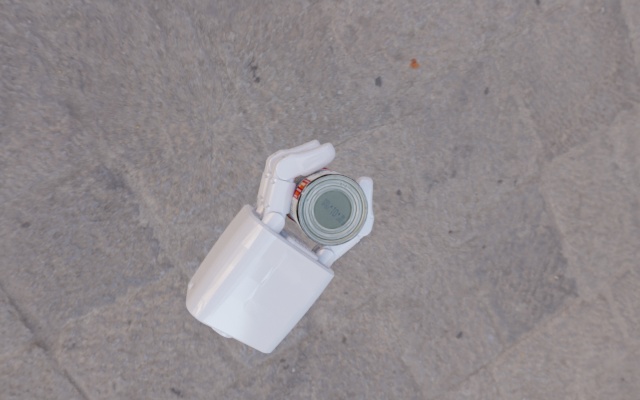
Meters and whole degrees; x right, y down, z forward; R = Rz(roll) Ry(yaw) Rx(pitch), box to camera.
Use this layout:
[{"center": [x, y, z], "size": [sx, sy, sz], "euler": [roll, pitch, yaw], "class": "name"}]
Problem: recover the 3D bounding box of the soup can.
[{"center": [0.001, 0.001, 0.472], "size": [0.068, 0.068, 0.102], "euler": [0, 8, -13], "class": "soup can"}]
